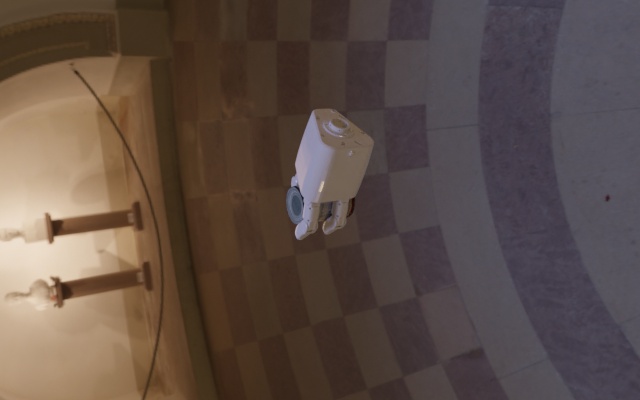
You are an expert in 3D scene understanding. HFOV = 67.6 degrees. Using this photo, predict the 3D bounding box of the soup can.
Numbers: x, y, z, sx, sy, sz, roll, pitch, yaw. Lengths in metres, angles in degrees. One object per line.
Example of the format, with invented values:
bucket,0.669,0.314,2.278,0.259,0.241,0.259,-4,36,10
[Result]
soup can,0.000,0.003,0.834,0.102,0.068,0.068,-8,4,-29
